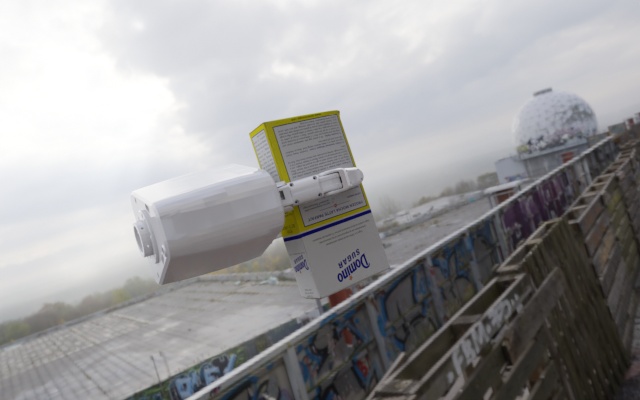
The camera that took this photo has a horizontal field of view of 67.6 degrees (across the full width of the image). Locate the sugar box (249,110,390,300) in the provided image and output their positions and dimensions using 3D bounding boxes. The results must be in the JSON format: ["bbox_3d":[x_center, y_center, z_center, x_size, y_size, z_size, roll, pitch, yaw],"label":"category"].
[{"bbox_3d":[0.000,0.002,0.486,0.093,0.176,0.048,-17,1,-32],"label":"sugar box"}]
